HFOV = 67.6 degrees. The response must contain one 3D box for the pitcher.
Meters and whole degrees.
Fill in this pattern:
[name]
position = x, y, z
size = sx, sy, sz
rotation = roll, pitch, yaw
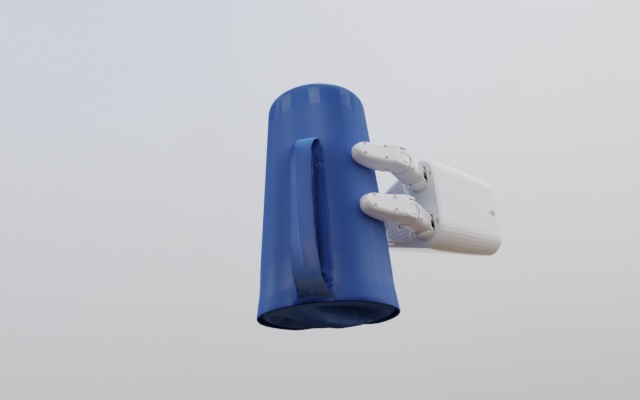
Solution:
[pitcher]
position = 0.000, 0.002, 0.481
size = 0.145, 0.242, 0.149
rotation = 12, -29, -31
